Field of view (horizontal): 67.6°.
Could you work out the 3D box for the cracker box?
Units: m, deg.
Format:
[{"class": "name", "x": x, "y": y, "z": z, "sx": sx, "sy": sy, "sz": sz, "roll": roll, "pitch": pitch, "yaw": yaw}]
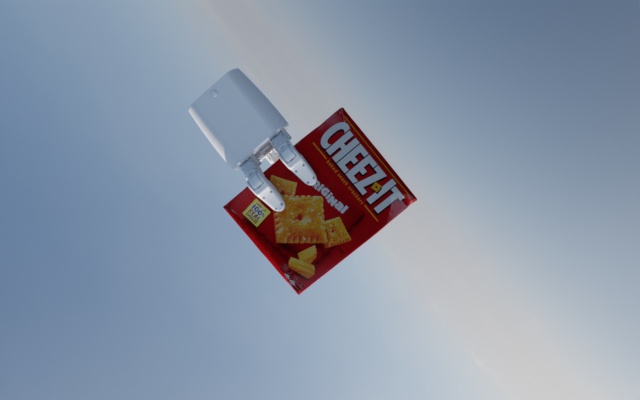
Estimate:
[{"class": "cracker box", "x": 0.000, "y": 0.002, "z": 0.668, "sx": 0.214, "sy": 0.164, "sz": 0.072, "roll": -39, "pitch": 1, "yaw": 6}]
